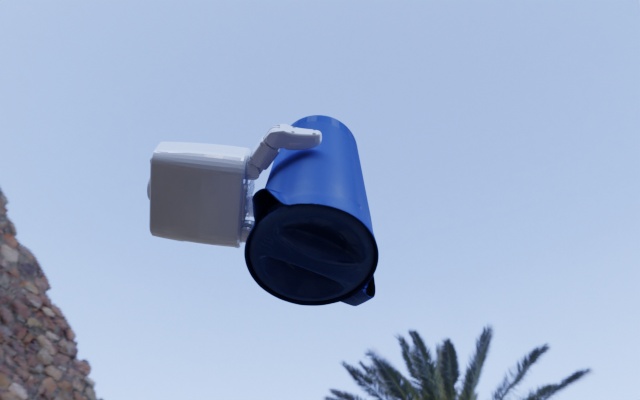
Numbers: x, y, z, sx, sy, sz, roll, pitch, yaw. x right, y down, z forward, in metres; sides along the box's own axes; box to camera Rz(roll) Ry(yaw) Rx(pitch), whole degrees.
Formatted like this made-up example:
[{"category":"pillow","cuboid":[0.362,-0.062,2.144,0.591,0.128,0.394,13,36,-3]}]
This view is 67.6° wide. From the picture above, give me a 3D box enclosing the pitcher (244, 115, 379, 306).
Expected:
[{"category":"pitcher","cuboid":[0.000,0.002,0.570,0.145,0.149,0.242,6,34,-2]}]
